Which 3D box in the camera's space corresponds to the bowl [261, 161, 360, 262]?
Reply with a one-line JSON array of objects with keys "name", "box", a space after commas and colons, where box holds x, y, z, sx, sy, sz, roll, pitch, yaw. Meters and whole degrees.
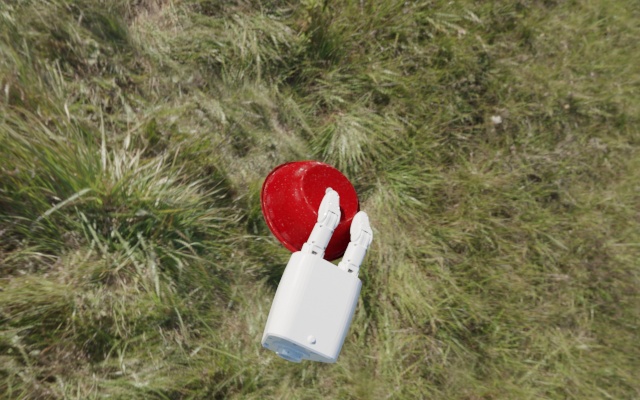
[{"name": "bowl", "box": [0.000, 0.001, 0.672, 0.162, 0.162, 0.055, 0, -27, -35]}]
